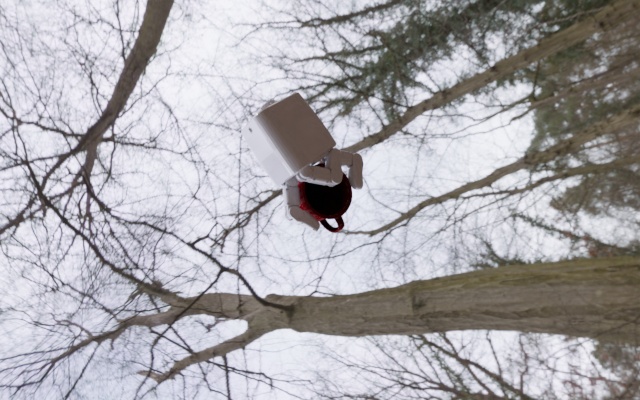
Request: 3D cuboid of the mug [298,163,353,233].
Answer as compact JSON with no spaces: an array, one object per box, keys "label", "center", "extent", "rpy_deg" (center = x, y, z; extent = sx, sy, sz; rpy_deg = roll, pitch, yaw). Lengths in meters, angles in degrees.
[{"label":"mug","center":[0.001,0.004,0.803],"extent":[0.093,0.117,0.081],"rpy_deg":[-36,6,-30]}]
